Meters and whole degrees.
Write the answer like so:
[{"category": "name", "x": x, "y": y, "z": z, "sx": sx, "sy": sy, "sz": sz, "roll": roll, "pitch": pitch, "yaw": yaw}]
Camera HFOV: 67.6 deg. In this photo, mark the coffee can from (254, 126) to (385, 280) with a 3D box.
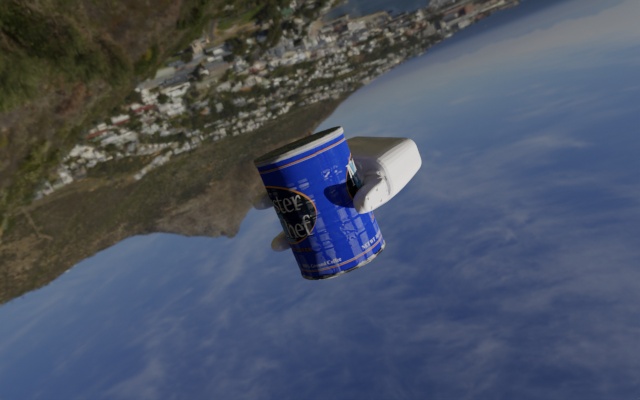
[{"category": "coffee can", "x": 0.000, "y": 0.002, "z": 0.529, "sx": 0.103, "sy": 0.140, "sz": 0.102, "roll": -21, "pitch": 11, "yaw": 4}]
